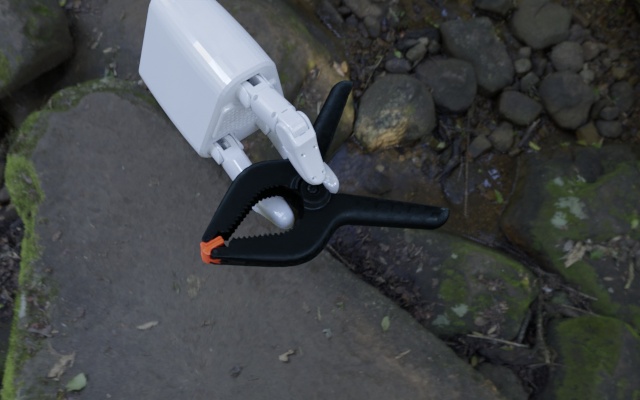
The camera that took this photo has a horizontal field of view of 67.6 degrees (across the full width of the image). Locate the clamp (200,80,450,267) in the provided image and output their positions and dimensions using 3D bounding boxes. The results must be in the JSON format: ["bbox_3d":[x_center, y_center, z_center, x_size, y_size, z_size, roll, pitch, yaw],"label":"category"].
[{"bbox_3d":[0.000,0.001,0.405,0.210,0.164,0.036,-37,-12,-23],"label":"clamp"}]
